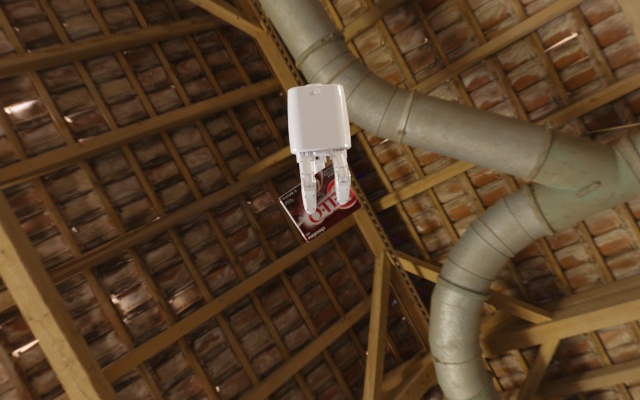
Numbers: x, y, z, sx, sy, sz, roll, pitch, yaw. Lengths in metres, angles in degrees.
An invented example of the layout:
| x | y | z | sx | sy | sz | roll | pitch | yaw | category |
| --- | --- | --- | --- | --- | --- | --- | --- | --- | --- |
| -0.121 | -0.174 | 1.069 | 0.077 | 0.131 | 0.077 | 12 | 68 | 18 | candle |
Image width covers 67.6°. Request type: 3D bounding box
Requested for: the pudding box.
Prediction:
| x | y | z | sx | sy | sz | roll | pitch | yaw | category |
| --- | --- | --- | --- | --- | --- | --- | --- | --- | --- |
| 0.000 | 0.003 | 0.805 | 0.113 | 0.090 | 0.039 | -34 | 4 | -3 | pudding box |
